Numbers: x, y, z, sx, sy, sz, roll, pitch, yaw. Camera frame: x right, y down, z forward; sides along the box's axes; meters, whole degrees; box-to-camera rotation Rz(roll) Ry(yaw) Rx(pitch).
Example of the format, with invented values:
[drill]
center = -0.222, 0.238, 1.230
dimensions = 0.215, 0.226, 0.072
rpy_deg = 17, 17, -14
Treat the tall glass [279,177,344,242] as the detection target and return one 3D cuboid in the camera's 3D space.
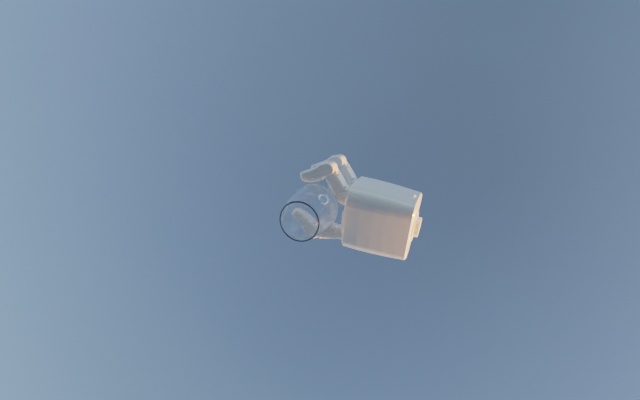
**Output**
[tall glass]
center = 0.000, 0.002, 0.774
dimensions = 0.079, 0.079, 0.201
rpy_deg = 0, 16, 19
